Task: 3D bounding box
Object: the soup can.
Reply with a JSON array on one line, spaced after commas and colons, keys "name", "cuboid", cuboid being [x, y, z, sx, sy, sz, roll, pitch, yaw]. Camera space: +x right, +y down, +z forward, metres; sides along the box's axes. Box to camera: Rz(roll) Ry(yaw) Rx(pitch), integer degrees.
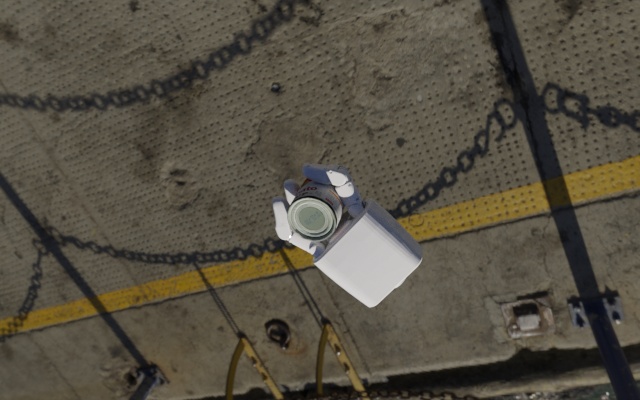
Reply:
[{"name": "soup can", "cuboid": [0.000, 0.002, 0.649, 0.068, 0.068, 0.102, 0, 27, 15]}]
